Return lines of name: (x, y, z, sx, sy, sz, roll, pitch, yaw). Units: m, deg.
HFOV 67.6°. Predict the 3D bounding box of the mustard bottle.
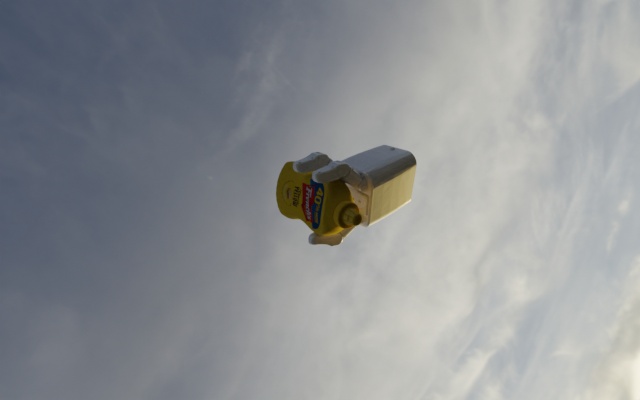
mustard bottle: (0.000, 0.002, 0.756, 0.058, 0.096, 0.191, 0, 16, -36)
